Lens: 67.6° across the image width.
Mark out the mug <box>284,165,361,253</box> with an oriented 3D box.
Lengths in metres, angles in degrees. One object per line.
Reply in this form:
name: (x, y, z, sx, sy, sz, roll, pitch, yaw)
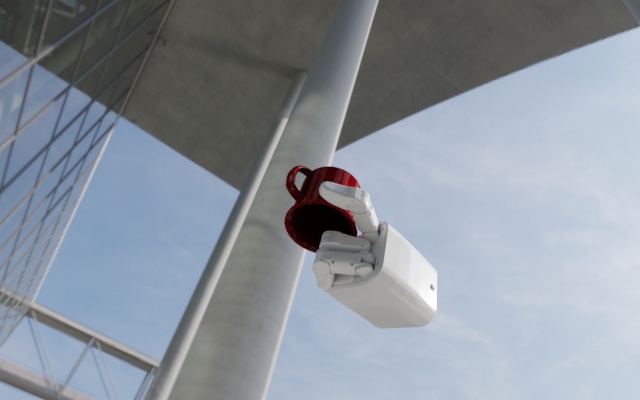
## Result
mug: (-0.001, 0.001, 0.617, 0.093, 0.081, 0.117, -31, -63, 35)
